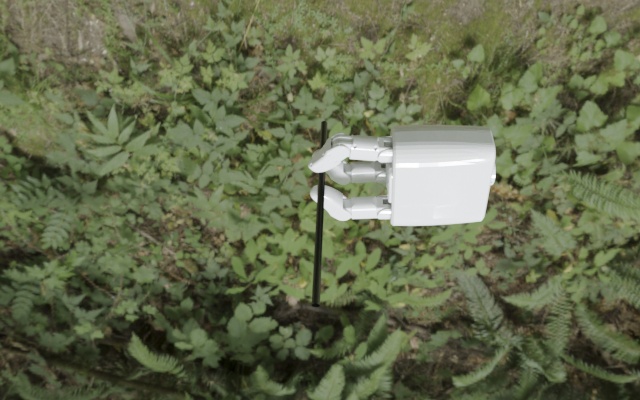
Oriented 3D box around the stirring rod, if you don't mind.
[{"bbox_3d":[0.000,0.002,0.520,0.011,0.239,0.011,2,-36,1],"label":"stirring rod"}]
